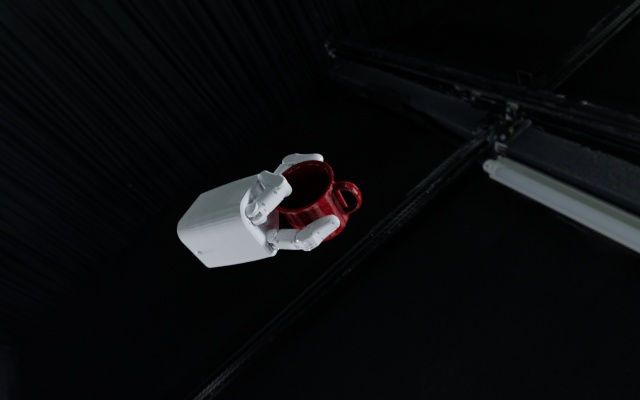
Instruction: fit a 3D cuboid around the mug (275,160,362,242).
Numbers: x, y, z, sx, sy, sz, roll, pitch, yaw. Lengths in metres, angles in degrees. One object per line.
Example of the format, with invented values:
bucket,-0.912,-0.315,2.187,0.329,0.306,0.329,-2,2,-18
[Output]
mug,0.002,0.002,0.659,0.117,0.093,0.081,-12,-44,20
